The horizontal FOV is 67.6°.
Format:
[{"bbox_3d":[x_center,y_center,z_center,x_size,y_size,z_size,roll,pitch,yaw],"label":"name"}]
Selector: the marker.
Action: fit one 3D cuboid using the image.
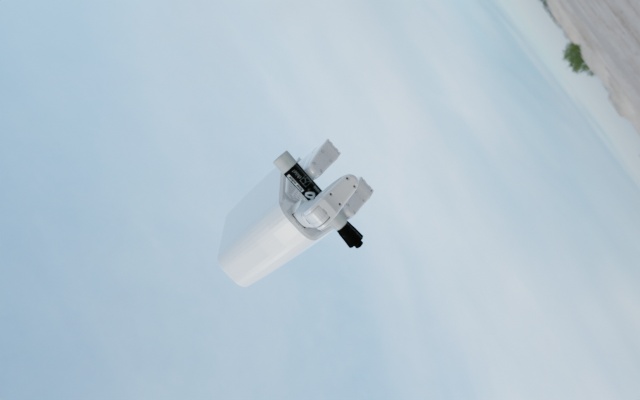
[{"bbox_3d":[0.000,0.002,0.472,0.020,0.121,0.020,-40,10,9],"label":"marker"}]
